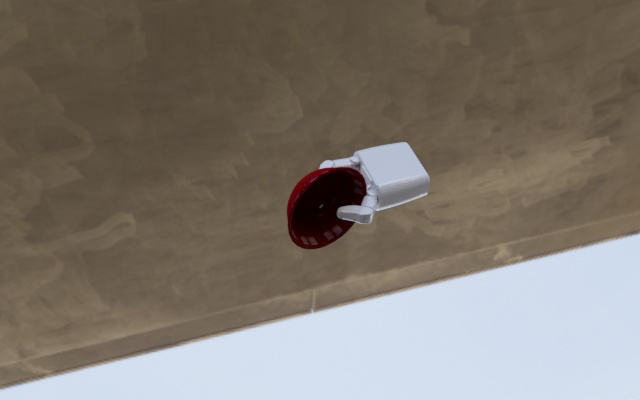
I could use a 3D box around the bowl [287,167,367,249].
[{"bbox_3d":[-0.001,0.003,0.813,0.162,0.162,0.055,0,31,-42],"label":"bowl"}]
